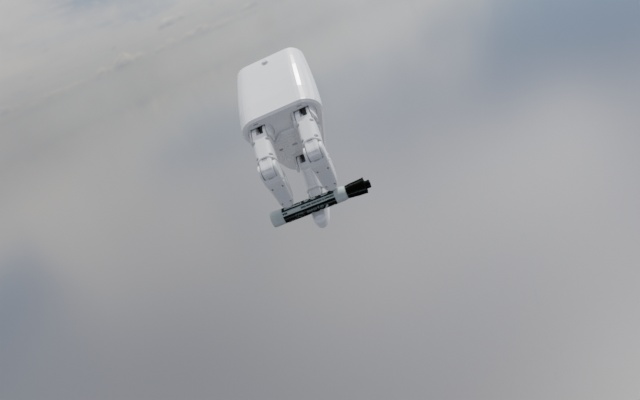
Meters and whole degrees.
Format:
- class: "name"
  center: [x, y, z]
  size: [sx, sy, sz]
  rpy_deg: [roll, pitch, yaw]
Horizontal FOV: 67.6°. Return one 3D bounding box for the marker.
- class: "marker"
  center: [0.000, 0.002, 0.546]
  size: [0.121, 0.020, 0.020]
  rpy_deg: [-21, -4, 9]
